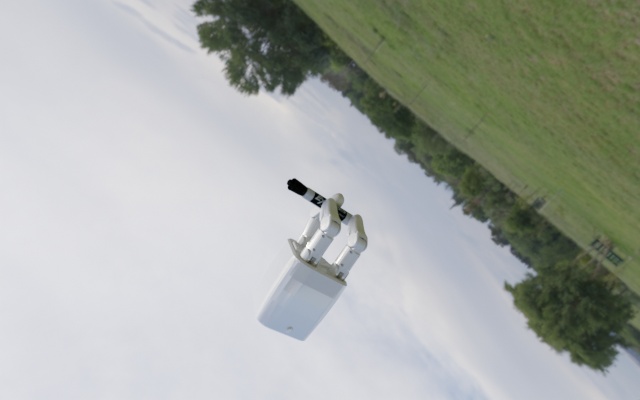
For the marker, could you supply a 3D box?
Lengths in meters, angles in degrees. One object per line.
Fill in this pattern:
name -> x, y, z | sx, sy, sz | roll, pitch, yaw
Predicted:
marker -> 0.000, 0.002, 0.686 | 0.121, 0.020, 0.020 | 32, -18, -31
